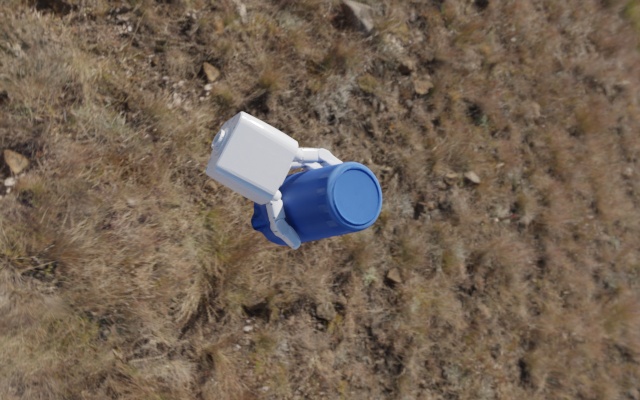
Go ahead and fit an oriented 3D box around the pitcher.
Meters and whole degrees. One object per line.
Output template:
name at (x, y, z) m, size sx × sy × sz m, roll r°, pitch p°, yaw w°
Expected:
pitcher at (0.000, 0.003, 0.826) m, size 0.145 × 0.149 × 0.243 m, roll 31°, pitch -22°, yaw -26°
